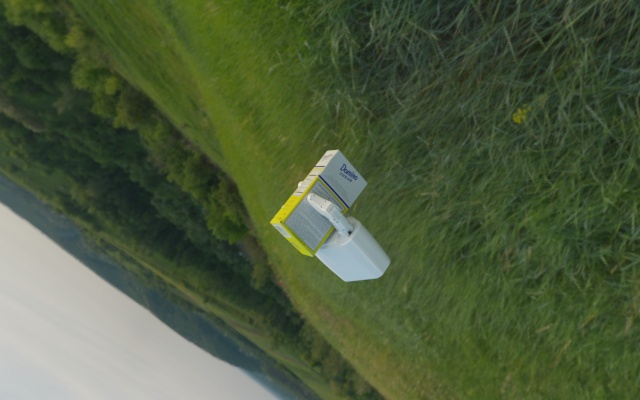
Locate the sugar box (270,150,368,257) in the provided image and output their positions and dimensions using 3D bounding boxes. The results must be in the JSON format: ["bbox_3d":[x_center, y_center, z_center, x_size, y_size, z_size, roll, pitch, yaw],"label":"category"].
[{"bbox_3d":[0.000,0.003,0.860,0.093,0.176,0.048,48,-23,-25],"label":"sugar box"}]
